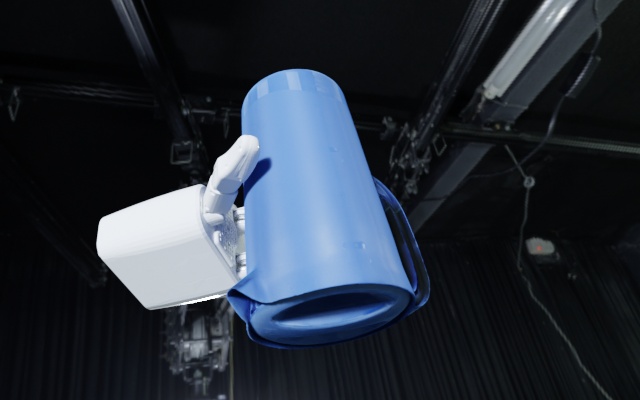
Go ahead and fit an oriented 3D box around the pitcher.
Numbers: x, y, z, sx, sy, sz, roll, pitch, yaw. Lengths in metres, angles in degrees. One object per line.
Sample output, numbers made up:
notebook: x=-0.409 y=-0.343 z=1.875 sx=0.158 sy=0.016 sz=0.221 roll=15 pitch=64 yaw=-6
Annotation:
pitcher: x=0.000 y=0.001 z=0.438 sx=0.145 sy=0.242 sz=0.149 roll=-18 pitch=-34 yaw=10
